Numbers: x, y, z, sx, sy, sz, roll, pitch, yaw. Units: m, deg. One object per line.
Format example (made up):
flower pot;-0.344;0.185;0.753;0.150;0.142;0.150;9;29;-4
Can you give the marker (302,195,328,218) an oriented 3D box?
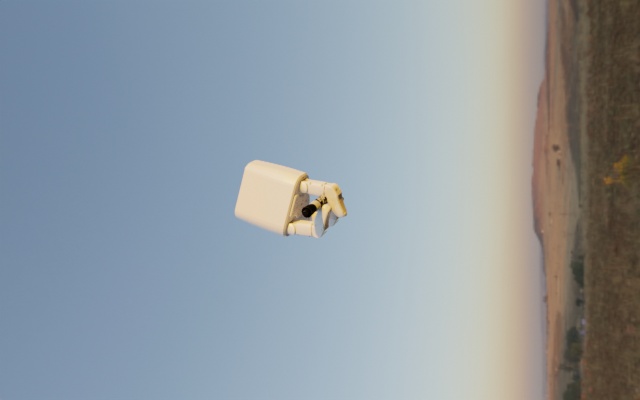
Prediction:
marker;0.000;0.003;0.800;0.020;0.020;0.121;0;17;25
